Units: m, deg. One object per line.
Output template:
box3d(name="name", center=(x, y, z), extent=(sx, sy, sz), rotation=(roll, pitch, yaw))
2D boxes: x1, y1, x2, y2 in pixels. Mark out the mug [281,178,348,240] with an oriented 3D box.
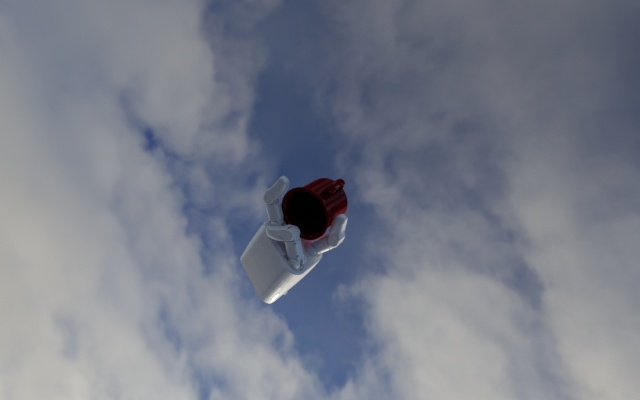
box3d(name="mug", center=(0.001, 0.002, 0.809), extent=(0.117, 0.093, 0.081), rotation=(-49, -10, 36))
